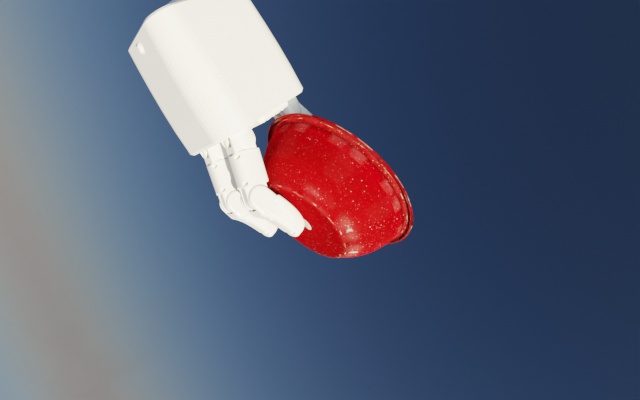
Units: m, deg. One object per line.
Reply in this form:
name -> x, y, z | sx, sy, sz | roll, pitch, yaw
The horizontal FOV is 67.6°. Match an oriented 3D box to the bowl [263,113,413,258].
bowl -> 0.001, 0.003, 0.433 | 0.162, 0.162, 0.055 | 0, 44, 54
